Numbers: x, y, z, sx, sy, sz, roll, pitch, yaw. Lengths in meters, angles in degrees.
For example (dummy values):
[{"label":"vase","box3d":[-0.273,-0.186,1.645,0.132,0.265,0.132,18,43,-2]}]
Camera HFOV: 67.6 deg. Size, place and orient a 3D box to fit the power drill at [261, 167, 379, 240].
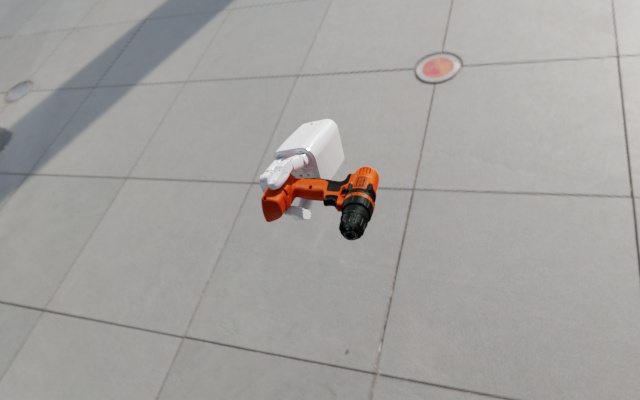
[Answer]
[{"label":"power drill","box3d":[0.000,0.002,0.809,0.187,0.057,0.184,2,32,15]}]
